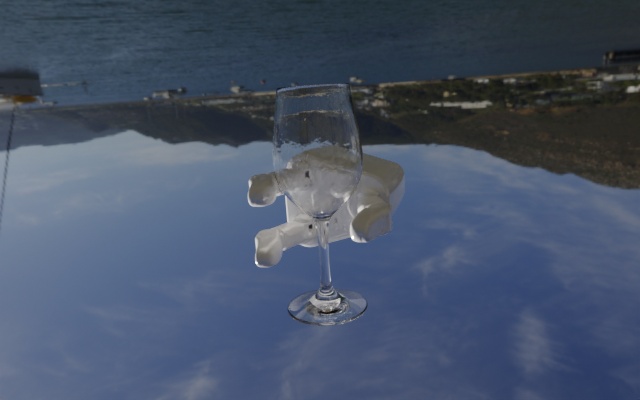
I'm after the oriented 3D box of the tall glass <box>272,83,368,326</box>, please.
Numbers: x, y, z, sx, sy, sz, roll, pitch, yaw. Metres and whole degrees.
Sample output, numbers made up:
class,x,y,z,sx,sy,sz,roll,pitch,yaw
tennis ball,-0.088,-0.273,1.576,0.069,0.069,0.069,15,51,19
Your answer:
class,x,y,z,sx,sy,sz,roll,pitch,yaw
tall glass,0.000,0.002,0.420,0.079,0.201,0.079,-4,13,1
